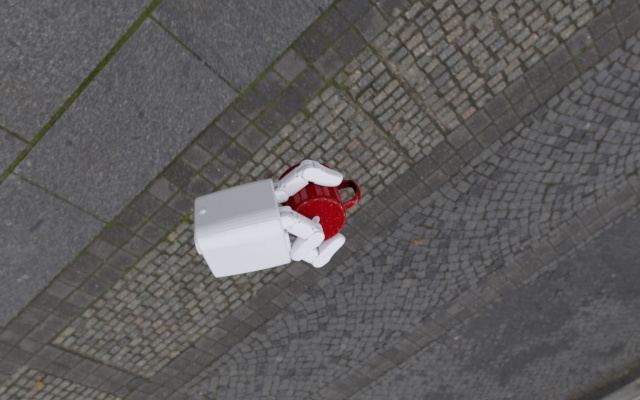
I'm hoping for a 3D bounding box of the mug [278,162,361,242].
[{"bbox_3d":[0.002,0.002,0.673,0.117,0.093,0.081,-14,39,-3],"label":"mug"}]
